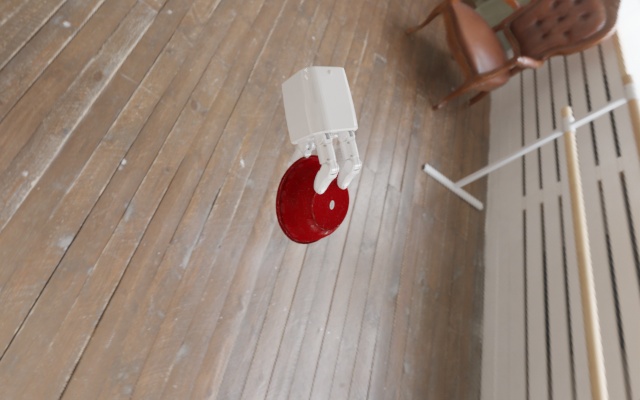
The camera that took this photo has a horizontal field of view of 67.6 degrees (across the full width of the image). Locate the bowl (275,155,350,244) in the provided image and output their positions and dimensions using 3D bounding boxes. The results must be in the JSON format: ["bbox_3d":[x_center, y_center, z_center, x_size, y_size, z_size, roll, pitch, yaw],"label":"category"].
[{"bbox_3d":[0.001,0.004,0.834,0.162,0.162,0.055,0,8,-45],"label":"bowl"}]
